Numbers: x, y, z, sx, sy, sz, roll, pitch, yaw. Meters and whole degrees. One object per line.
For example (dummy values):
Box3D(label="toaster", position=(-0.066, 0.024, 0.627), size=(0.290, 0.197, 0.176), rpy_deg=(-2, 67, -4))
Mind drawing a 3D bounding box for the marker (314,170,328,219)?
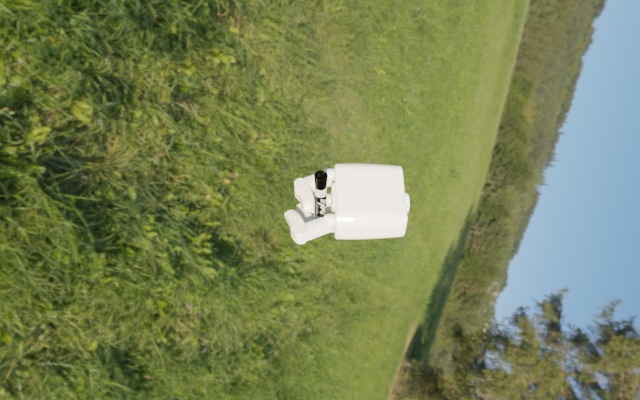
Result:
Box3D(label="marker", position=(0.000, 0.002, 0.693), size=(0.020, 0.020, 0.121), rpy_deg=(0, -43, -1))
